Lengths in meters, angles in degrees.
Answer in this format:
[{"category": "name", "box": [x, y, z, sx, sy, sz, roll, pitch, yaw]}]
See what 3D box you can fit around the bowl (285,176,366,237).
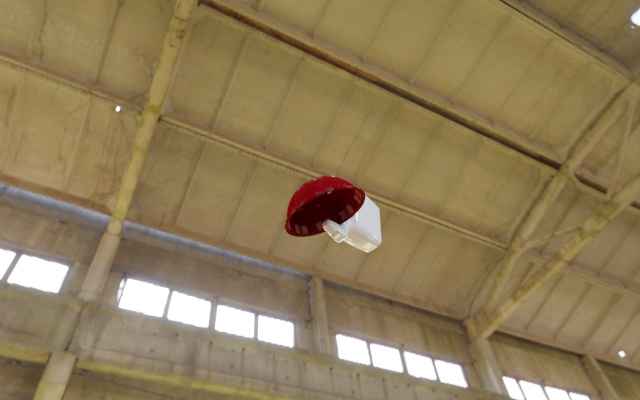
[{"category": "bowl", "box": [0.000, 0.002, 0.888, 0.162, 0.055, 0.162, -20, -26, -10]}]
